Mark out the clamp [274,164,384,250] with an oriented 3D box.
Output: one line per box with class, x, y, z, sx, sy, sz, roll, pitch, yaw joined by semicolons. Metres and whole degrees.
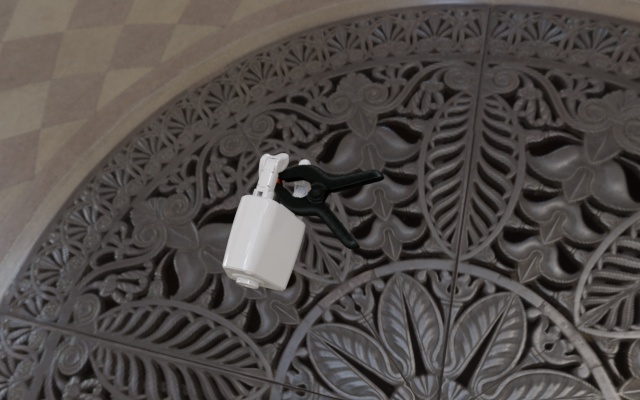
clamp;0.000;0.002;0.703;0.171;0.120;0.039;9;-17;17
